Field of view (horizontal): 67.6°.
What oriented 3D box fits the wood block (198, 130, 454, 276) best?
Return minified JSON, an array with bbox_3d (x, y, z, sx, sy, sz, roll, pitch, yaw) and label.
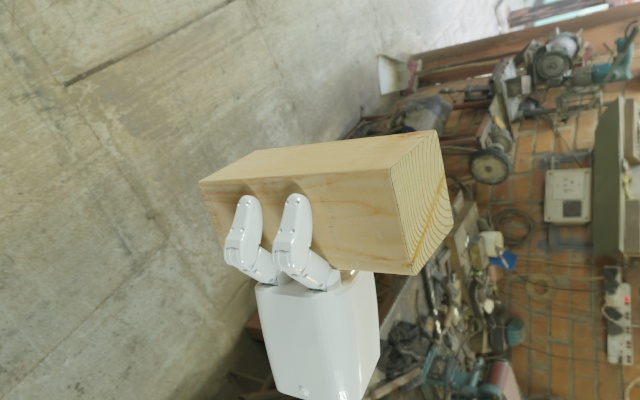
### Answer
[{"bbox_3d":[0.000,0.002,0.433,0.206,0.090,0.090,-1,23,37],"label":"wood block"}]
